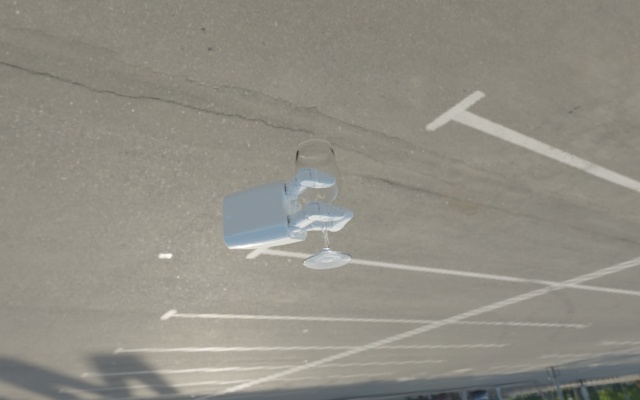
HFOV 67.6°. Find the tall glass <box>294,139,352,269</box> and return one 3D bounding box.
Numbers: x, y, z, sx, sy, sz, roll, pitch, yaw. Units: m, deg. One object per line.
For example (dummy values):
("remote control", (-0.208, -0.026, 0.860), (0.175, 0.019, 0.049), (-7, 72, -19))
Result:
("tall glass", (0.000, 0.003, 0.763), (0.079, 0.201, 0.079), (-5, -25, -3))
